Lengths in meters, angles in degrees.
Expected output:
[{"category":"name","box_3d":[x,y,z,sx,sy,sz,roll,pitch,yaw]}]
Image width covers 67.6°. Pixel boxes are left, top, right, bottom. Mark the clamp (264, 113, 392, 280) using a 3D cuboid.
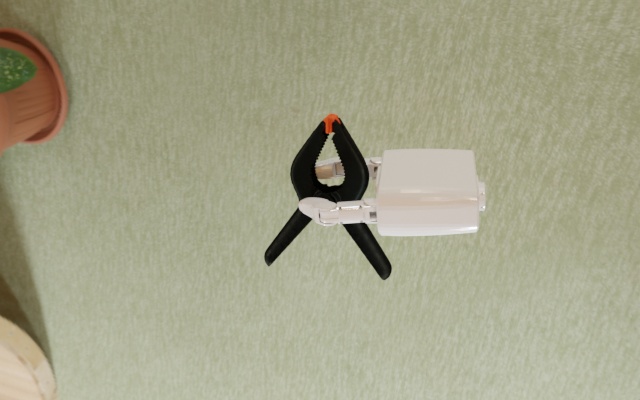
[{"category":"clamp","box_3d":[0.000,0.002,0.582,0.164,0.210,0.036,-2,20,12]}]
